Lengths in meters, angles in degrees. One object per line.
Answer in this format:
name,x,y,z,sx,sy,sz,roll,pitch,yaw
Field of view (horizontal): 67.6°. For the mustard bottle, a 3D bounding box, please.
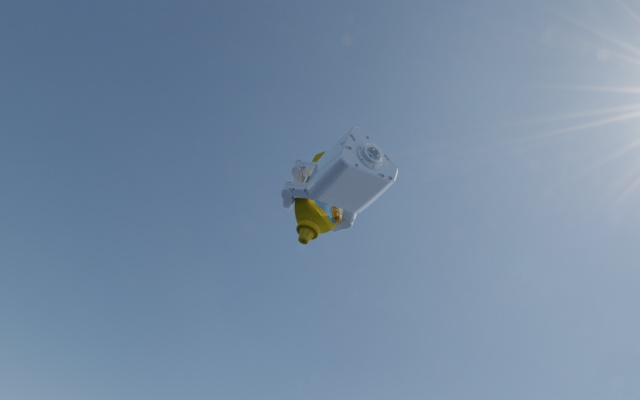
mustard bottle,0.000,0.003,0.877,0.058,0.191,0.096,-15,-53,36
